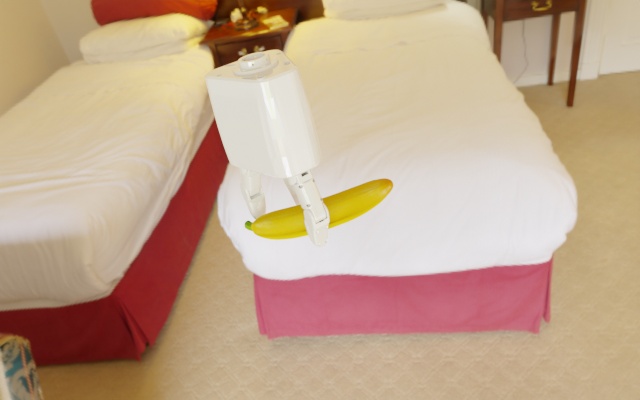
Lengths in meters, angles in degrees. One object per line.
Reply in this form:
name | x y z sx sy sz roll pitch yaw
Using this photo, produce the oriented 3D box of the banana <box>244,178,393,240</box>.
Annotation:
banana | -0.001 0.011 0.583 0.198 0.037 0.069 -15 28 1
